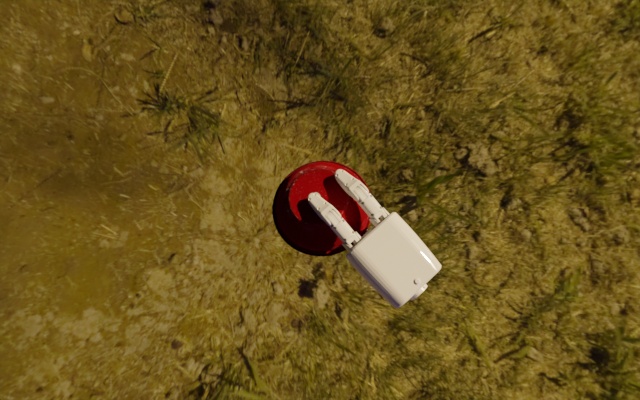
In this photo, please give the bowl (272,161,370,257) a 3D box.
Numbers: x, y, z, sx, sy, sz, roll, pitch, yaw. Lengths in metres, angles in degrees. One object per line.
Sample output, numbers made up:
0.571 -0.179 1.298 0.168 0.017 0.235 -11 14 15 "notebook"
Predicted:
-0.001 0.002 0.741 0.162 0.162 0.055 0 -19 6 "bowl"
